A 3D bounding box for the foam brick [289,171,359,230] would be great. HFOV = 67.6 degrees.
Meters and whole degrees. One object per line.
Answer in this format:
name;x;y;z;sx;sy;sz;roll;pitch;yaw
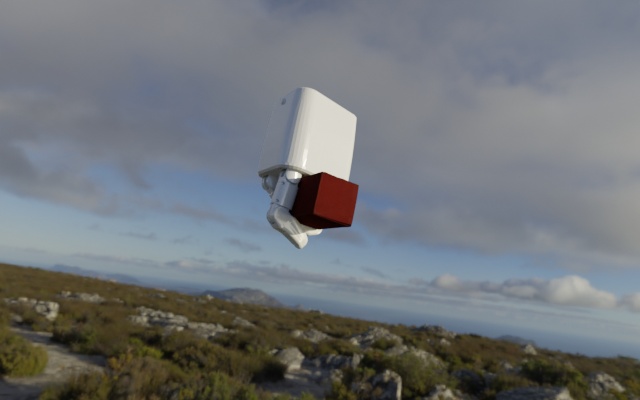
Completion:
foam brick;0.000;0.002;0.565;0.053;0.051;0.078;20;-15;-26
